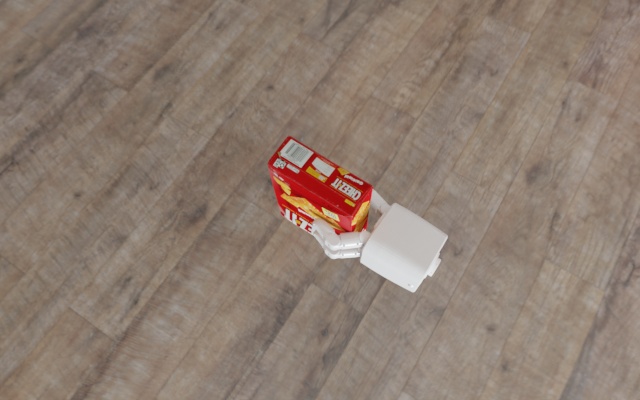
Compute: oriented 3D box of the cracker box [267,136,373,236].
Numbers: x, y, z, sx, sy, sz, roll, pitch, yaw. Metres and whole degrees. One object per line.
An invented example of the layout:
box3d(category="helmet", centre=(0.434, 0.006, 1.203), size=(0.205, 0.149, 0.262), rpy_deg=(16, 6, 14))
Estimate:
box3d(category="cracker box", centre=(0.000, 0.003, 0.829), size=(0.164, 0.072, 0.214), rpy_deg=(32, -19, 14))
